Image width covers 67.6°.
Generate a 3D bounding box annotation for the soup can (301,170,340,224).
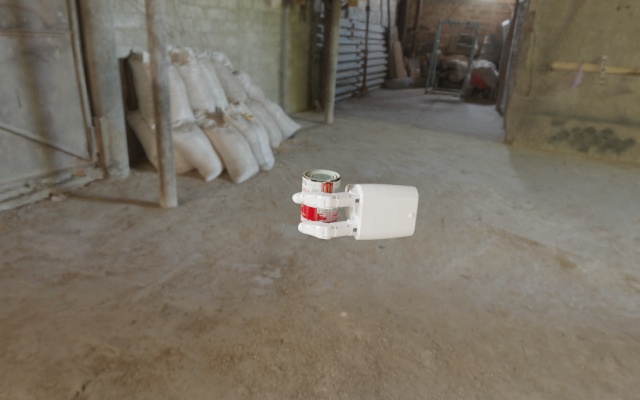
[{"bbox_3d":[0.000,0.002,0.851,0.068,0.102,0.068,3,20,-1],"label":"soup can"}]
